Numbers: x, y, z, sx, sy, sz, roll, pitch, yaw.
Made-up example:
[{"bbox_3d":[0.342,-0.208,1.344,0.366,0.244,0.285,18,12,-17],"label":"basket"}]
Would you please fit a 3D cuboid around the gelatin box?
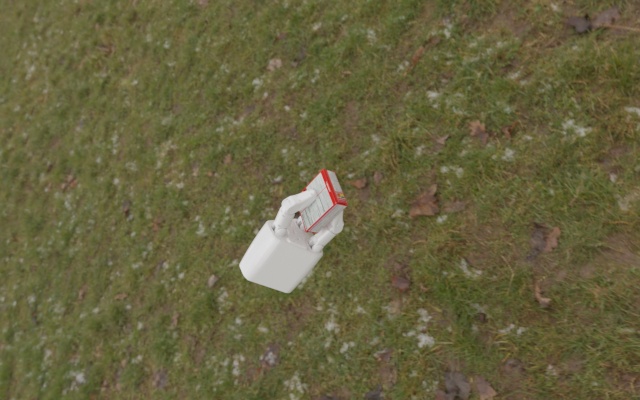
[{"bbox_3d":[0.000,0.002,0.810,0.030,0.073,0.089,11,-43,-39],"label":"gelatin box"}]
